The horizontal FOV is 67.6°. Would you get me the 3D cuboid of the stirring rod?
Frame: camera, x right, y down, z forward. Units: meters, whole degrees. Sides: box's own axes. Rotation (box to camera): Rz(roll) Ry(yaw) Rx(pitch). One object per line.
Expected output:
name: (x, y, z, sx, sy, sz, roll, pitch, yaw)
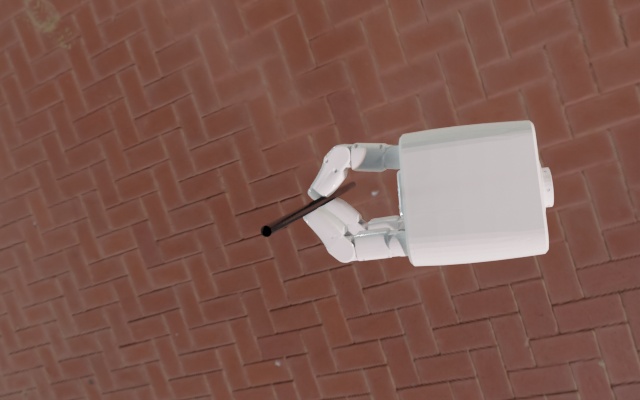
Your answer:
stirring rod: (0.000, 0.001, 0.434, 0.011, 0.011, 0.239, 0, 9, 18)
